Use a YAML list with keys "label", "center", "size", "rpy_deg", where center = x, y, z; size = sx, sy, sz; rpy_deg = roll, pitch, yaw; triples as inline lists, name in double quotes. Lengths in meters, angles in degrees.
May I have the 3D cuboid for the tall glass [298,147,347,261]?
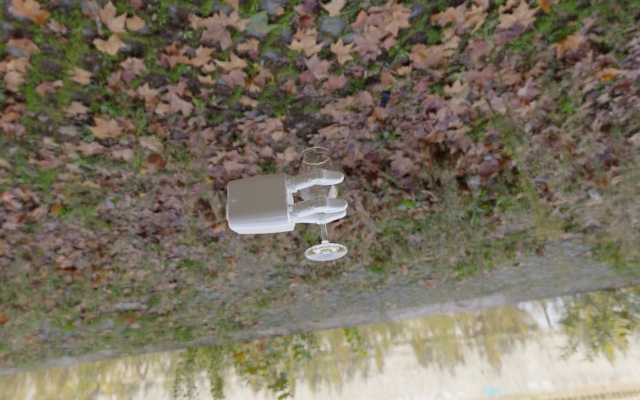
- label: "tall glass"
  center: [0.000, 0.003, 0.869]
  size: [0.079, 0.201, 0.079]
  rpy_deg: [-5, -27, -2]
